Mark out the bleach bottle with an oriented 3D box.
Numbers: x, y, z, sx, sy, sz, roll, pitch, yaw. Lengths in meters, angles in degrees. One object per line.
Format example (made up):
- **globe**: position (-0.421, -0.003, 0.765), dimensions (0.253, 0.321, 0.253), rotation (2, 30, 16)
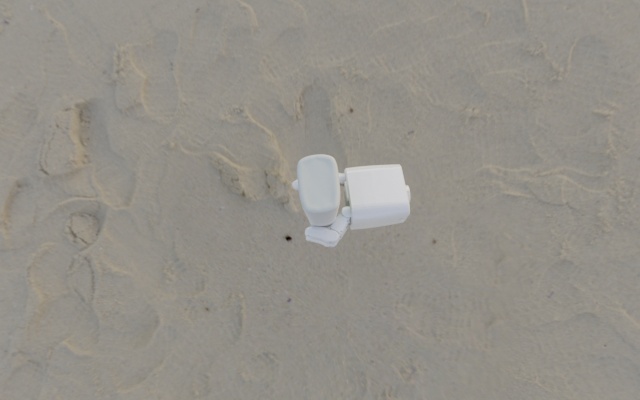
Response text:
- **bleach bottle**: position (0.000, 0.003, 0.885), dimensions (0.068, 0.102, 0.251), rotation (-6, -14, 0)
